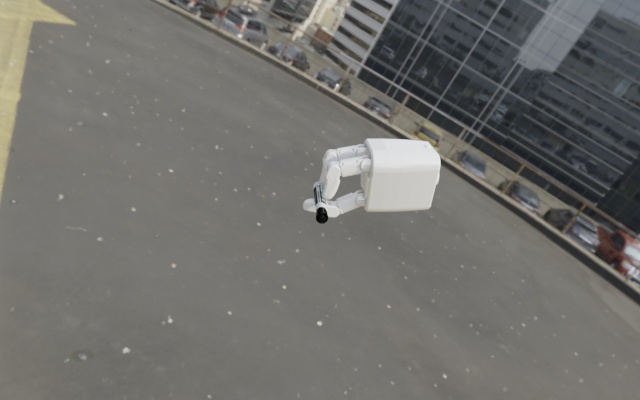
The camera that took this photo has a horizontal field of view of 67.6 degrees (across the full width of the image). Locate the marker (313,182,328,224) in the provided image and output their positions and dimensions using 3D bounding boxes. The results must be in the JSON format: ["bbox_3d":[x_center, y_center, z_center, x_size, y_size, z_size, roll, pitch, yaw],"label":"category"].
[{"bbox_3d":[0.000,0.002,0.751,0.020,0.020,0.121,0,26,-3],"label":"marker"}]
